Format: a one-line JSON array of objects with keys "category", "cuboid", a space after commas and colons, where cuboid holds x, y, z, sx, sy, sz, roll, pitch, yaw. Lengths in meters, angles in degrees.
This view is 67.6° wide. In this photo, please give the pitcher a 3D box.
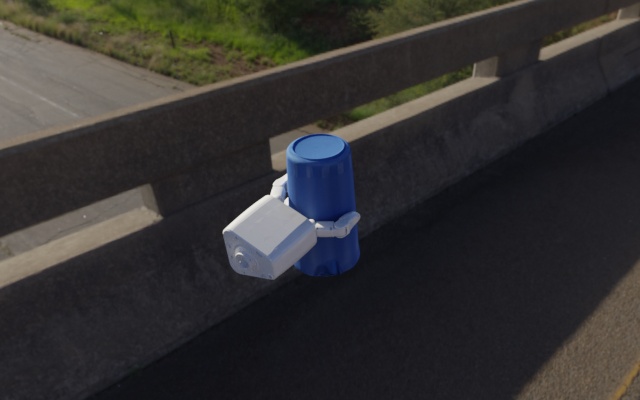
[{"category": "pitcher", "cuboid": [0.000, 0.003, 0.864, 0.149, 0.243, 0.145, 20, 41, 29]}]
